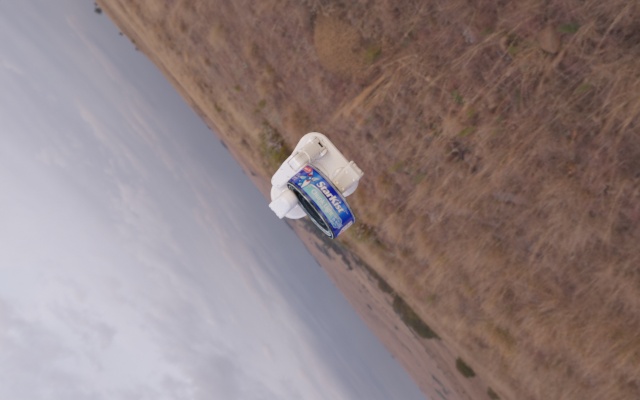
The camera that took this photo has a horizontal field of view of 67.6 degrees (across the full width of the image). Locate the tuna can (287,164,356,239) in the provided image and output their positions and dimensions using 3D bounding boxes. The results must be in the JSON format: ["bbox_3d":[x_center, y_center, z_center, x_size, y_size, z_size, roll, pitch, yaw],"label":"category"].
[{"bbox_3d":[0.000,0.002,0.542,0.034,0.086,0.086,-39,8,-10],"label":"tuna can"}]
